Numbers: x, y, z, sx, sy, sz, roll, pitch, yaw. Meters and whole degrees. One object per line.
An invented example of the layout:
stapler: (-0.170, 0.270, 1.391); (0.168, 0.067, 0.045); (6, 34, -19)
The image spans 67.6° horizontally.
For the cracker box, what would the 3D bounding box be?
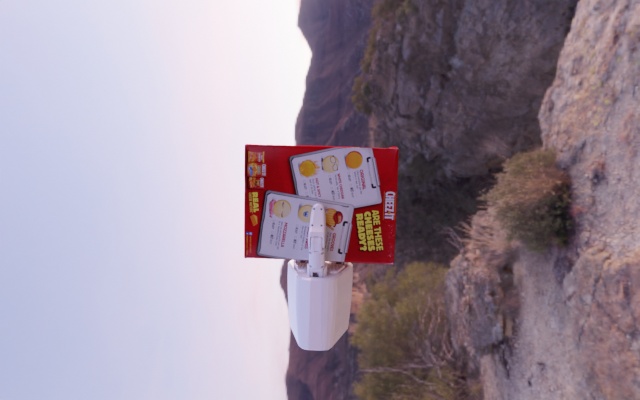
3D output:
cracker box: (0.000, 0.002, 0.691); (0.214, 0.164, 0.072); (2, 8, 3)
